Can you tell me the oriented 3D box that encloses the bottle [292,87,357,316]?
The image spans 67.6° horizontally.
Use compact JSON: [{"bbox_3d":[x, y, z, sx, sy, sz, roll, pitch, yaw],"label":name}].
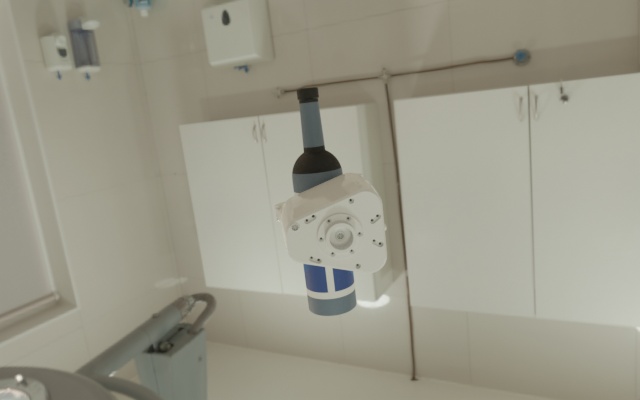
[{"bbox_3d":[0.000,0.002,0.631,0.069,0.296,0.069,-6,11,1],"label":"bottle"}]
